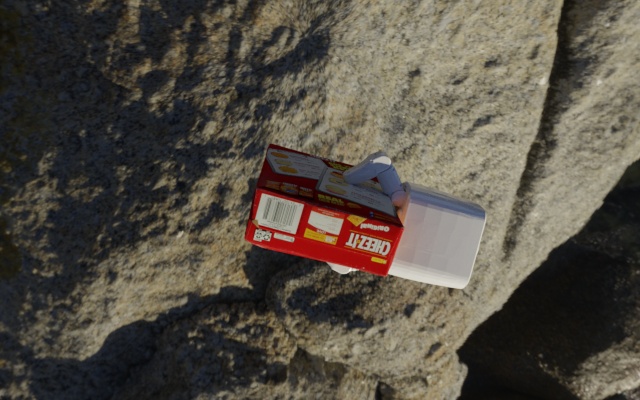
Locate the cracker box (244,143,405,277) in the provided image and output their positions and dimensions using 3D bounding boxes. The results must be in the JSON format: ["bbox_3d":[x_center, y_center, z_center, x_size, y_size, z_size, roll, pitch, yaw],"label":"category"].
[{"bbox_3d":[0.000,0.002,0.599,0.164,0.072,0.213,15,18,-7],"label":"cracker box"}]
